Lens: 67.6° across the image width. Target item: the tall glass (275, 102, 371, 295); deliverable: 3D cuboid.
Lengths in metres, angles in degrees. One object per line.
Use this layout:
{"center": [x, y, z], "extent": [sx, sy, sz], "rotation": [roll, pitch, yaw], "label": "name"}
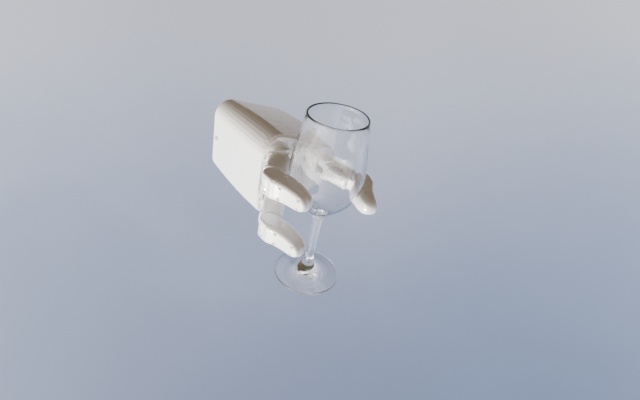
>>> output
{"center": [0.000, 0.002, 0.503], "extent": [0.079, 0.201, 0.079], "rotation": [8, 34, -6], "label": "tall glass"}
